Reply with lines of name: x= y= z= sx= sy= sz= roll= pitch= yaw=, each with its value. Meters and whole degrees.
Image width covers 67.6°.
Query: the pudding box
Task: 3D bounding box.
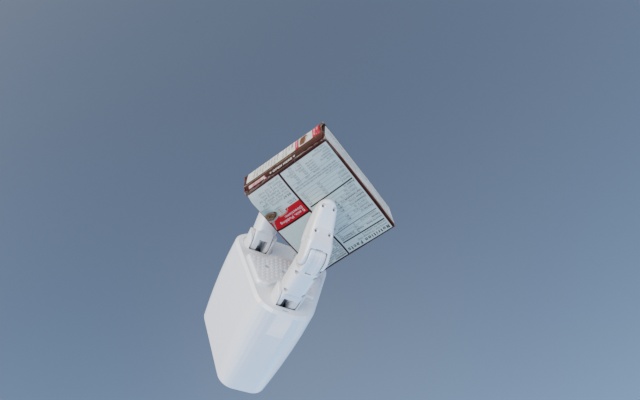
pudding box: x=0.000 y=0.002 z=0.430 sx=0.090 sy=0.113 sz=0.039 roll=-34 pitch=27 yaw=13
